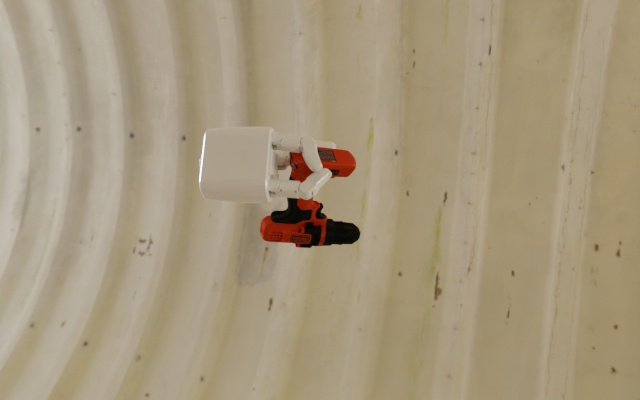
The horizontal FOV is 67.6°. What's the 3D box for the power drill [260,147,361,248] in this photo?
[{"bbox_3d":[0.000,0.002,0.814,0.184,0.188,0.057,3,36,-18],"label":"power drill"}]
